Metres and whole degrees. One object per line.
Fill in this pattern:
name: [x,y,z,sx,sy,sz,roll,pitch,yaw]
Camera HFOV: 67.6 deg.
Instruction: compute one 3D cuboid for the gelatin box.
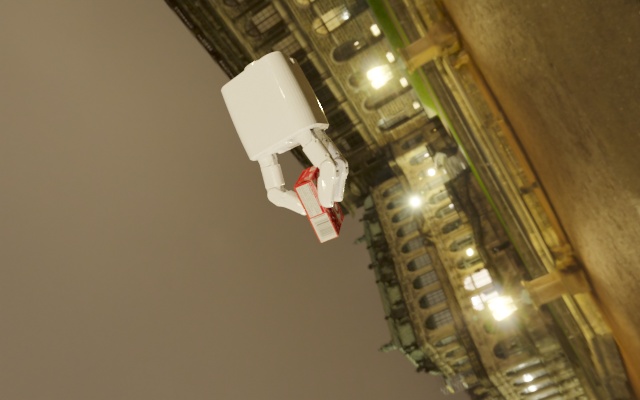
gelatin box: [0.000,0.003,0.655,0.030,0.089,0.073,-21,15,16]
